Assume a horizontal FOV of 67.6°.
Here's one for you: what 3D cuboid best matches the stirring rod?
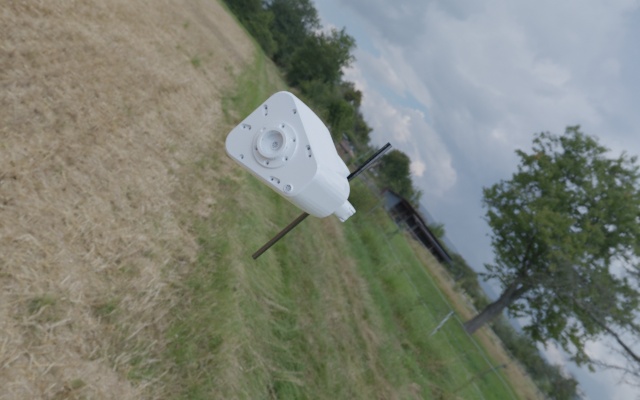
[{"bbox_3d":[0.000,0.002,0.642,0.239,0.011,0.011,-40,-5,6],"label":"stirring rod"}]
